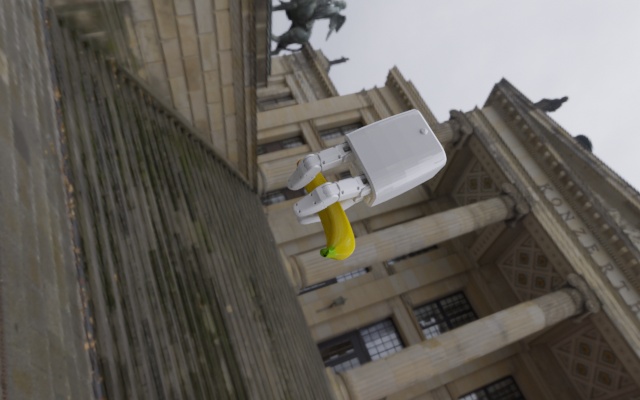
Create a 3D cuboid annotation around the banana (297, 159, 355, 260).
[{"bbox_3d":[0.010,0.016,0.648,0.037,0.197,0.070,-31,-50,10],"label":"banana"}]
